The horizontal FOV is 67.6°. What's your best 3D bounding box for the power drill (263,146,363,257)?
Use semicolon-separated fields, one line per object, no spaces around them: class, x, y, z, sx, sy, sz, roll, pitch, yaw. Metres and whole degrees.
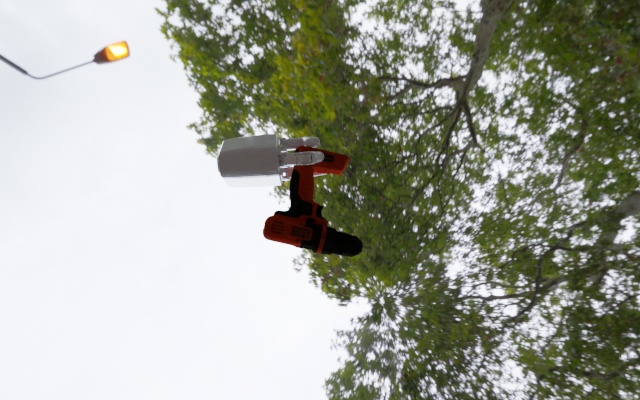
power drill;0.000;0.002;0.880;0.184;0.187;0.057;13;-15;-8
